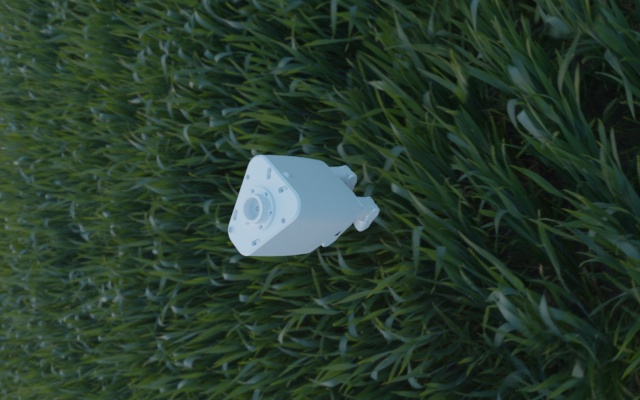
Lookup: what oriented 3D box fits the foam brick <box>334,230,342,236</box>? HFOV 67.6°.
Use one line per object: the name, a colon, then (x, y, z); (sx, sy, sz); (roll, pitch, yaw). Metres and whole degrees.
foam brick: (0.000, 0.002, 0.627); (0.051, 0.053, 0.078); (5, 37, -54)
